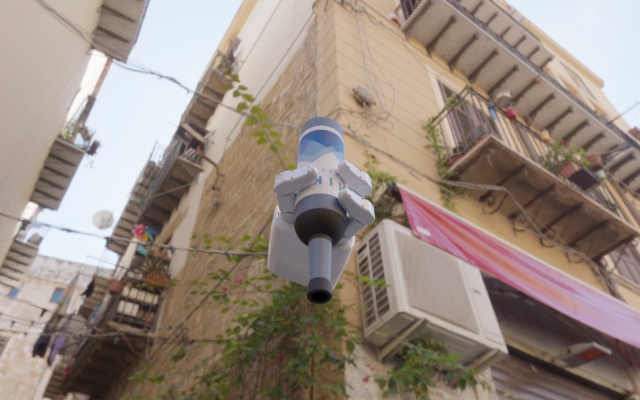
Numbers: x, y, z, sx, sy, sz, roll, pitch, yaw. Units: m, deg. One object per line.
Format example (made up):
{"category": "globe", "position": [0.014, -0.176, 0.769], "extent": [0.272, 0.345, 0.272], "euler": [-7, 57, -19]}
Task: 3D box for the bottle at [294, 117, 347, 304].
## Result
{"category": "bottle", "position": [0.000, 0.002, 0.620], "extent": [0.069, 0.069, 0.295], "euler": [0, 44, 1]}
